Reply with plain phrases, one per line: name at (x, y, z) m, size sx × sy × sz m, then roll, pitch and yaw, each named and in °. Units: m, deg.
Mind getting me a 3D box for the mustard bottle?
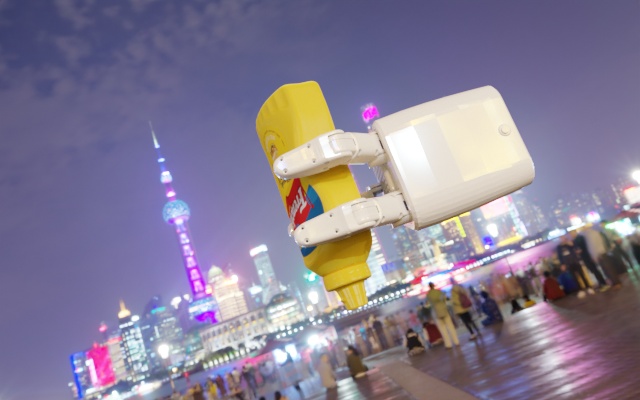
mustard bottle at (0.000, 0.001, 0.417) m, size 0.058 × 0.191 × 0.096 m, roll -14°, pitch -14°, yaw -26°
